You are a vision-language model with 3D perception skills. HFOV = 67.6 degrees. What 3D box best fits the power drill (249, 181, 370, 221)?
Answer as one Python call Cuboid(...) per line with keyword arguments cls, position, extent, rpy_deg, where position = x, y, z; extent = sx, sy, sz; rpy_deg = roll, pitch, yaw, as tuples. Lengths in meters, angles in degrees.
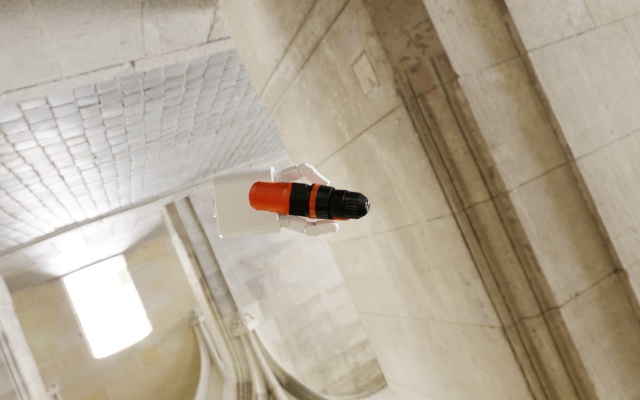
Cuboid(cls="power drill", position=(0.000, 0.003, 0.771), extent=(0.184, 0.057, 0.187), rpy_deg=(8, -2, 16))
